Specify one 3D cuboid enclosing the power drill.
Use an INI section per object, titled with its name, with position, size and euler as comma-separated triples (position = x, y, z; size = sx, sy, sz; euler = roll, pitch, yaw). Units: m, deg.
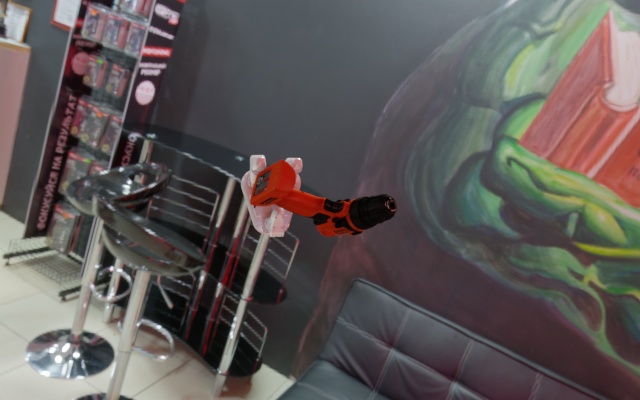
[power drill]
position = 0.000, 0.002, 0.739
size = 0.188, 0.057, 0.184
euler = 24, -26, -26
